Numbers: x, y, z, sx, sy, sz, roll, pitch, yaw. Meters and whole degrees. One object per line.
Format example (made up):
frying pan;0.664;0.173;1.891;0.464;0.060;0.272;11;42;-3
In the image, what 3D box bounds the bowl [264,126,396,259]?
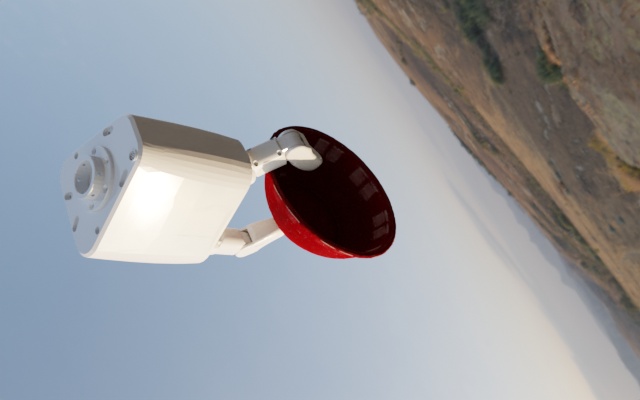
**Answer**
bowl;0.001;0.002;0.491;0.162;0.162;0.055;0;-35;-46
